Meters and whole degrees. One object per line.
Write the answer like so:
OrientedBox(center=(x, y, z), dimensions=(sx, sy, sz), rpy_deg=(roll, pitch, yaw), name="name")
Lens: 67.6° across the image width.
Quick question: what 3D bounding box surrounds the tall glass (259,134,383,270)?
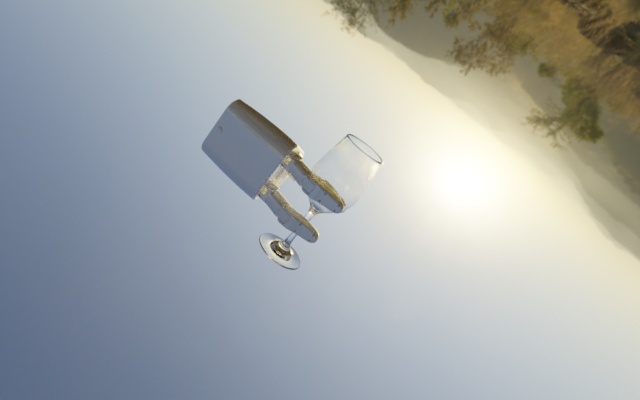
OrientedBox(center=(0.000, 0.003, 0.673), dimensions=(0.079, 0.201, 0.079), rpy_deg=(35, 19, -14), name="tall glass")
